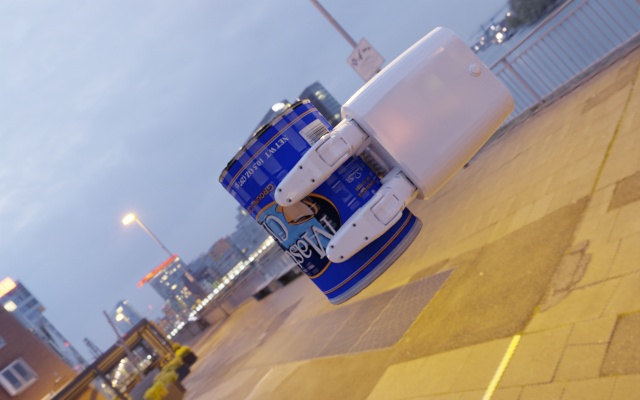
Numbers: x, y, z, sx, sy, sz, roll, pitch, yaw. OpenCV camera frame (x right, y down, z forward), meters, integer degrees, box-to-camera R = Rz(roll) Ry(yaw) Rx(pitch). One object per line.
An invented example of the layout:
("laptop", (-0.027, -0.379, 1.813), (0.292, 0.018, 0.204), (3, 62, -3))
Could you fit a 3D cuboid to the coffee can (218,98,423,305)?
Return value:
("coffee can", (0.000, 0.002, 0.402), (0.103, 0.140, 0.103), (-43, 0, 0))
